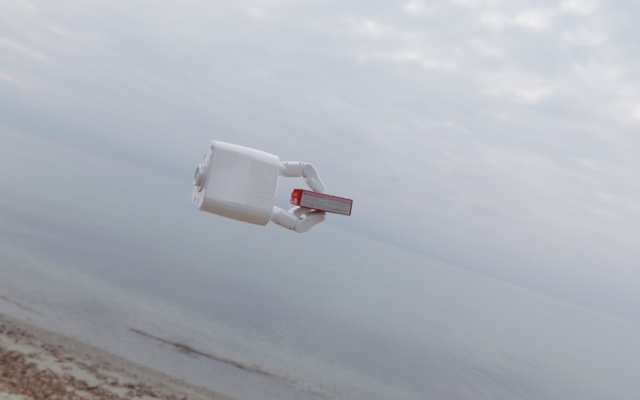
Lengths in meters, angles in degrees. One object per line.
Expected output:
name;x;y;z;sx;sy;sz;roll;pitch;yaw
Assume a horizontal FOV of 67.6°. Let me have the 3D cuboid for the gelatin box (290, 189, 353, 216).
gelatin box;0.001;0.002;0.779;0.089;0.030;0.073;11;0;-13
